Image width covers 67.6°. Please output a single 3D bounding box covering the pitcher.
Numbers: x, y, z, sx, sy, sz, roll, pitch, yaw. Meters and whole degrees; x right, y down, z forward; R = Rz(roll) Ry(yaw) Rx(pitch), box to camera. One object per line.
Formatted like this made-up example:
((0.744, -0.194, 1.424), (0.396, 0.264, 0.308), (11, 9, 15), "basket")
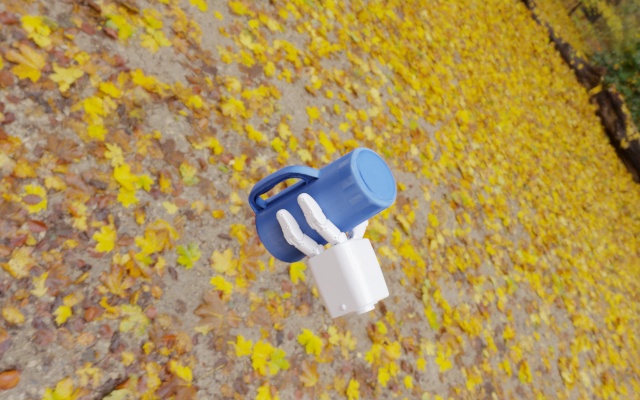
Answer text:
((0.000, 0.003, 0.825), (0.243, 0.145, 0.149), (-31, -16, 37), "pitcher")
